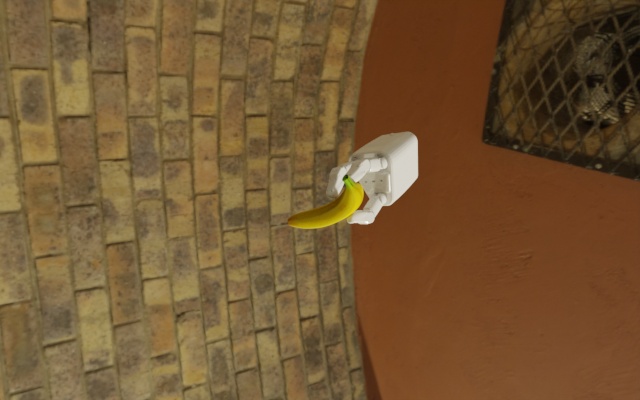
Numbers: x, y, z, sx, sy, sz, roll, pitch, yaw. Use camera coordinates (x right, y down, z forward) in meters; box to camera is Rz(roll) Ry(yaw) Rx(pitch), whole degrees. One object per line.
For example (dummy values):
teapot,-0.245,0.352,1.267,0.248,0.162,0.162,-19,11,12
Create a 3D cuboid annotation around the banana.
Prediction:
banana,0.017,0.011,0.831,0.069,0.037,0.198,33,-40,-16
